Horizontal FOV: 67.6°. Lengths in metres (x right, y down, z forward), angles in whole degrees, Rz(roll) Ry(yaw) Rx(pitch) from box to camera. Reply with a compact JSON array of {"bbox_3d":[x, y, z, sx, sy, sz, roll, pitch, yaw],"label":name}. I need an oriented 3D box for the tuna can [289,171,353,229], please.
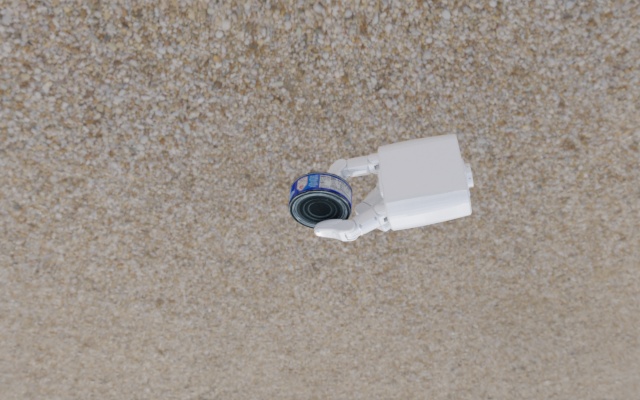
[{"bbox_3d":[0.000,0.003,0.643,0.086,0.033,0.086,3,-40,2],"label":"tuna can"}]
